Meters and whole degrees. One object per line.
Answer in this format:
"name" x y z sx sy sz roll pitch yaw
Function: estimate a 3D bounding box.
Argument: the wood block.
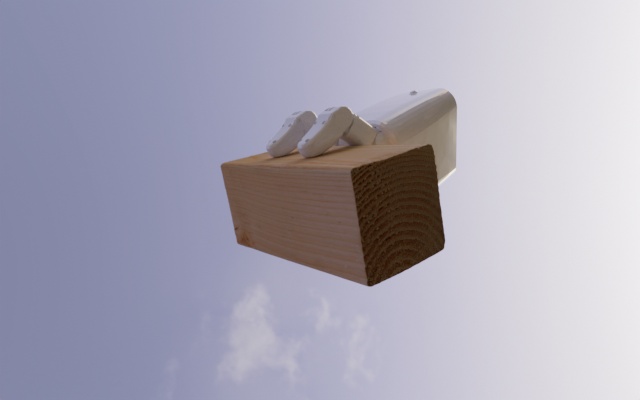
"wood block" 0.000 0.002 0.439 0.090 0.091 0.206 -19 16 -34
